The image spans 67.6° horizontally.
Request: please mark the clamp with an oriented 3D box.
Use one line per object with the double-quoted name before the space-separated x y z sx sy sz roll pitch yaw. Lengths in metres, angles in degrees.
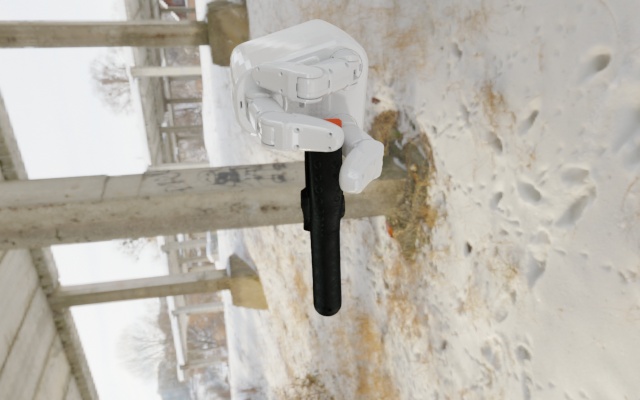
"clamp" -0.001 0.001 0.416 0.039 0.172 0.120 -5 32 -12
